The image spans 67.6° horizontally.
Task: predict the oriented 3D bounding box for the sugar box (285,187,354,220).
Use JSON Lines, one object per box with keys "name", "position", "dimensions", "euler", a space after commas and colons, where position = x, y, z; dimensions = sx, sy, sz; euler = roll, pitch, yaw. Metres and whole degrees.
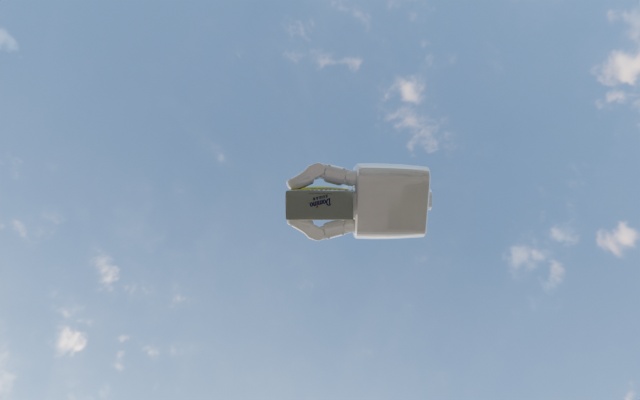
{"name": "sugar box", "position": [0.000, 0.002, 0.715], "dimensions": [0.093, 0.048, 0.176], "euler": [0, 0, 0]}
